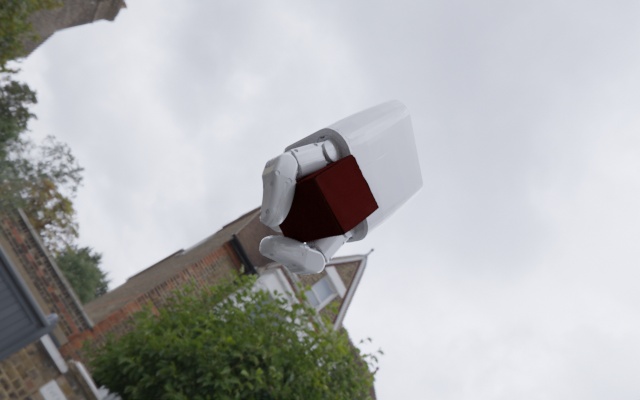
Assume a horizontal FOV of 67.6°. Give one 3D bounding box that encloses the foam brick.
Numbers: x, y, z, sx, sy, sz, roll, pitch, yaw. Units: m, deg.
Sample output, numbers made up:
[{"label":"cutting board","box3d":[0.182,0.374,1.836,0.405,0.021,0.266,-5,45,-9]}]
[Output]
[{"label":"foam brick","box3d":[0.000,0.001,0.411,0.051,0.053,0.078,-32,9,-38]}]
